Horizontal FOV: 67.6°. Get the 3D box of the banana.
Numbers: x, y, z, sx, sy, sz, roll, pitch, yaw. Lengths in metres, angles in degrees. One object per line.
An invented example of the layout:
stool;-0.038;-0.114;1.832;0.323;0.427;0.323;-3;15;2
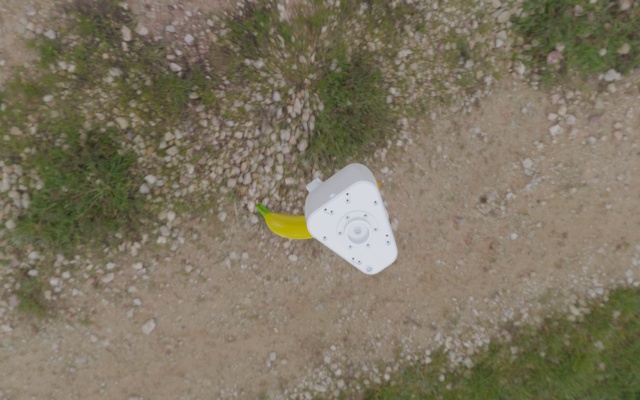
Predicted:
banana;0.001;0.021;0.742;0.198;0.070;0.037;-11;12;3
